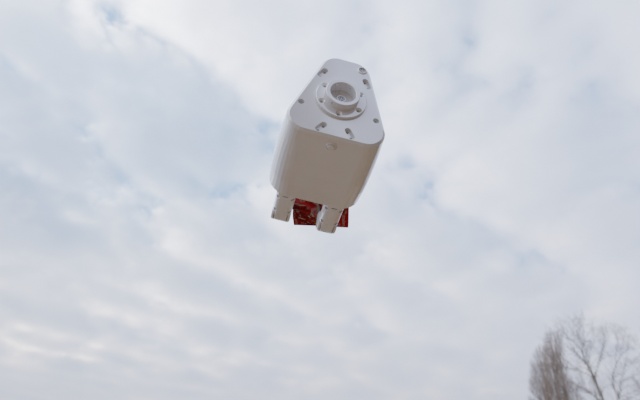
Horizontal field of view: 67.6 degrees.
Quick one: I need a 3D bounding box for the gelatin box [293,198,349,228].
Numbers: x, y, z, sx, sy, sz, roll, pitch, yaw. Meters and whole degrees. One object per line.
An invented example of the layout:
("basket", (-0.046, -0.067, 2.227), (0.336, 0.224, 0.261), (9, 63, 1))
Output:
("gelatin box", (0.000, 0.002, 0.601), (0.073, 0.030, 0.089), (2, -30, 3))
